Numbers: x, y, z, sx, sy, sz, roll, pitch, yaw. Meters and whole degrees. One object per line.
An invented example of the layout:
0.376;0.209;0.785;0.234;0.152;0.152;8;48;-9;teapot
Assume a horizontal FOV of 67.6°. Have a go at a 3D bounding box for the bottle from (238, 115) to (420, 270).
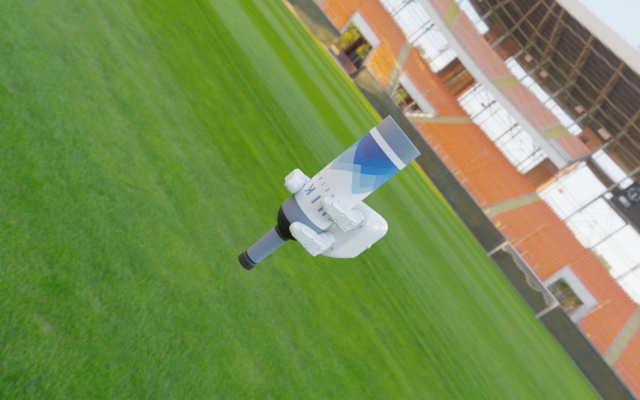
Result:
0.000;0.002;0.665;0.296;0.069;0.069;-39;-11;14;bottle
